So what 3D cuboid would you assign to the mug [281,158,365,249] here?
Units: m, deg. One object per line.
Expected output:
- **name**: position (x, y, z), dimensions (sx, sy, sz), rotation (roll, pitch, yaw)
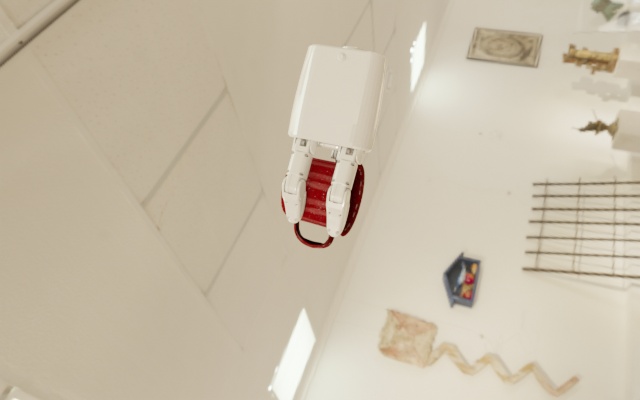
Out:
- **mug**: position (0.000, 0.003, 0.603), dimensions (0.081, 0.117, 0.093), rotation (14, 4, 18)
